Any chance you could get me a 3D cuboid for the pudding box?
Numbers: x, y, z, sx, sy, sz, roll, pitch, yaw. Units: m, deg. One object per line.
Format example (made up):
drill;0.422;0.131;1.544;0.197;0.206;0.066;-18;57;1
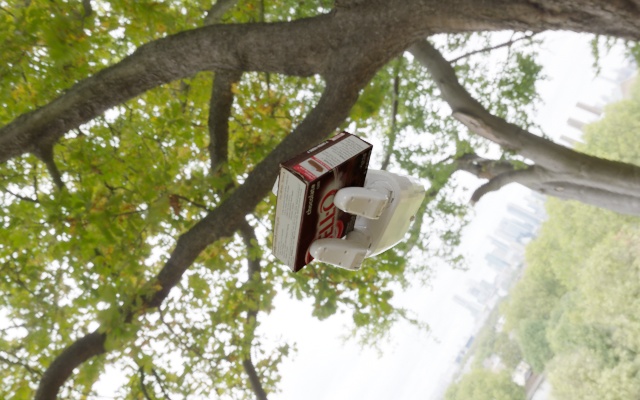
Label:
pudding box;0.000;0.001;0.446;0.039;0.114;0.090;32;45;27
